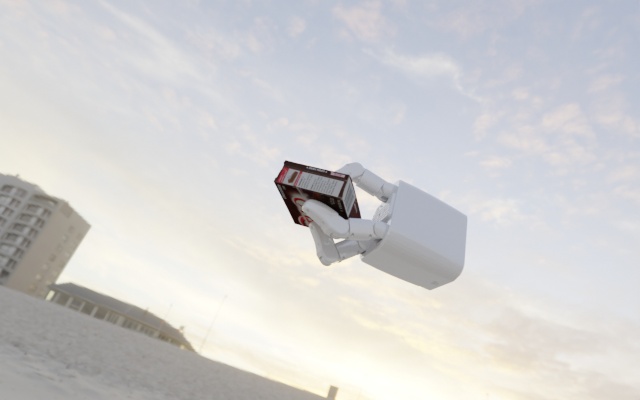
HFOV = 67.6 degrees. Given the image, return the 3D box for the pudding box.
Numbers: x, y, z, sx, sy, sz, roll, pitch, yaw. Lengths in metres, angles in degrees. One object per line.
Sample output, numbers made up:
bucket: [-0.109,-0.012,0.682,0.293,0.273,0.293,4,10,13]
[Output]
pudding box: [0.000,0.002,0.605,0.090,0.039,0.114,14,-29,20]
